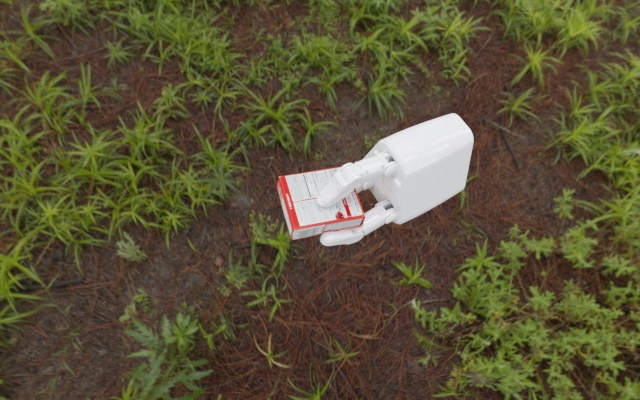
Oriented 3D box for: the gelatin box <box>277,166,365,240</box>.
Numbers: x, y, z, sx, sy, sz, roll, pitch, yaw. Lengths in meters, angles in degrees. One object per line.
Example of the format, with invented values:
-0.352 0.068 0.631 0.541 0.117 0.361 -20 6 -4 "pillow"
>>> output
0.000 0.002 0.564 0.089 0.073 0.030 -10 -28 -16 "gelatin box"
